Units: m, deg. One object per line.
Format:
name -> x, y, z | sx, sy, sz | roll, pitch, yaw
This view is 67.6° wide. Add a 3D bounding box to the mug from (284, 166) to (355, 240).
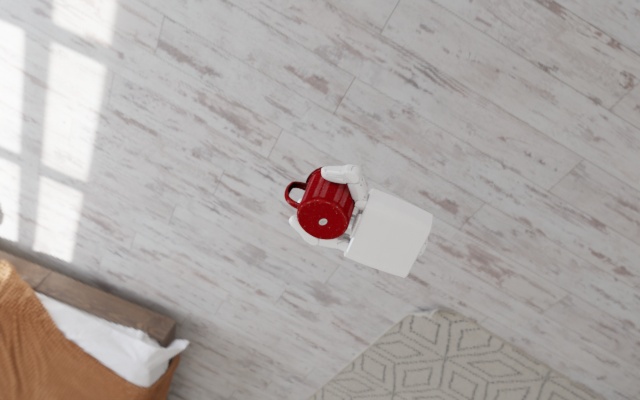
mug -> -0.001, 0.002, 0.744 | 0.117, 0.093, 0.081 | 20, 40, 1
